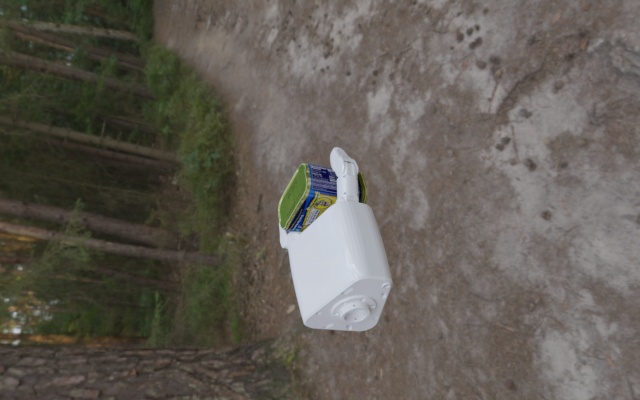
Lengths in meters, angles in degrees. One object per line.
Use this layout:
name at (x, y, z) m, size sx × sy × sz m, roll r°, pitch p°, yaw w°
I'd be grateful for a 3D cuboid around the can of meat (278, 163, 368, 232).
can of meat at (0.000, 0.002, 0.625) m, size 0.084 × 0.057 × 0.102 m, roll 10°, pitch -44°, yaw -24°
